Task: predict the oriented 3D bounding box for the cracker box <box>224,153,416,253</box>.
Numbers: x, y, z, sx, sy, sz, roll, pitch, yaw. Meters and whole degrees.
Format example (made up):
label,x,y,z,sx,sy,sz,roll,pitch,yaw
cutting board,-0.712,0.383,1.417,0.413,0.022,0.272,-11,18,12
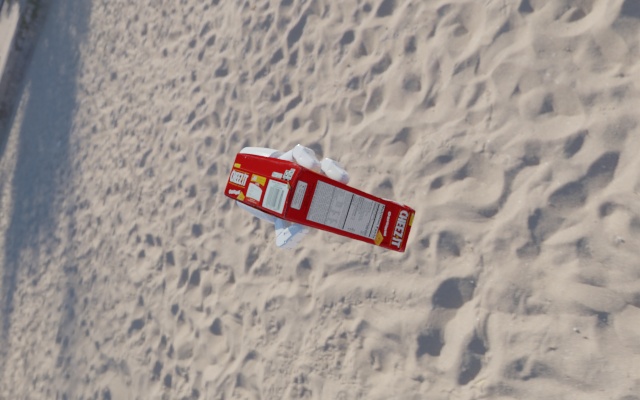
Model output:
label,x,y,z,sx,sy,sz,roll,pitch,yaw
cracker box,0.000,0.002,0.664,0.214,0.072,0.164,18,-1,-38
